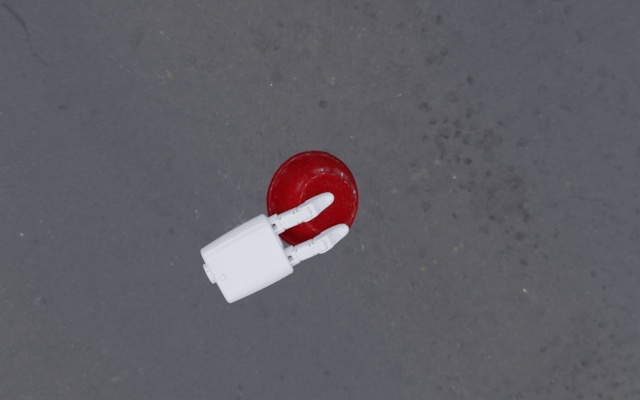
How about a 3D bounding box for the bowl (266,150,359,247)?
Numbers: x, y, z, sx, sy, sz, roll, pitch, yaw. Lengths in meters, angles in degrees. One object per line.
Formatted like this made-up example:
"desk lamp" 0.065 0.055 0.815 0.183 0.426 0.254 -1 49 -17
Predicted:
"bowl" 0.001 0.002 0.745 0.162 0.162 0.055 0 4 -24
